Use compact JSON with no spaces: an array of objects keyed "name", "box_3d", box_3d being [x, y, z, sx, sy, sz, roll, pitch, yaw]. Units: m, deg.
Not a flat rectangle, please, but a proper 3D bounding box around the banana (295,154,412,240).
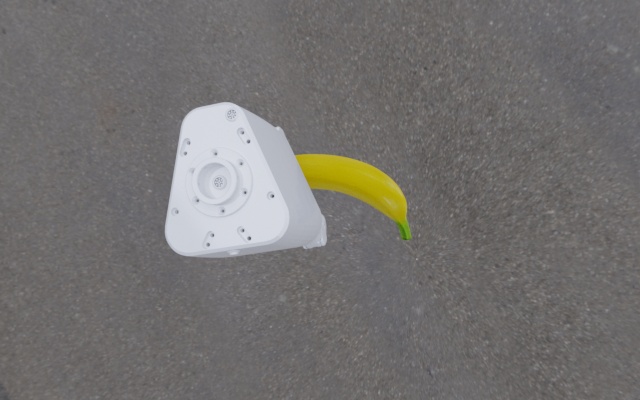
[{"name":"banana","box_3d":[0.008,-0.015,0.511,0.198,0.069,0.037,16,2,10]}]
